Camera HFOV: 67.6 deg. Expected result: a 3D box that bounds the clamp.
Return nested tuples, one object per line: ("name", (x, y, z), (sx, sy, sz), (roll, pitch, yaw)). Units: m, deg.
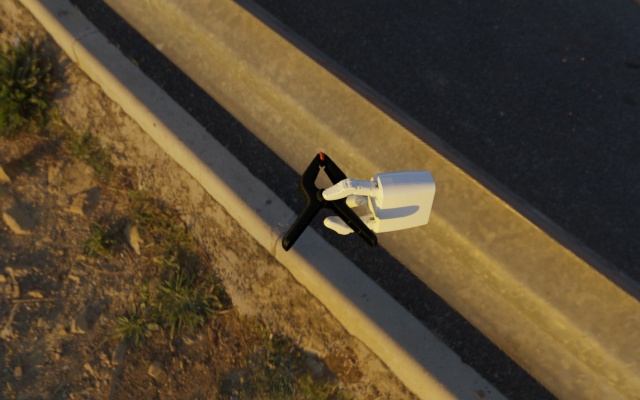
("clamp", (0.000, 0.002, 0.862), (0.164, 0.209, 0.036), (-7, -32, -11))
